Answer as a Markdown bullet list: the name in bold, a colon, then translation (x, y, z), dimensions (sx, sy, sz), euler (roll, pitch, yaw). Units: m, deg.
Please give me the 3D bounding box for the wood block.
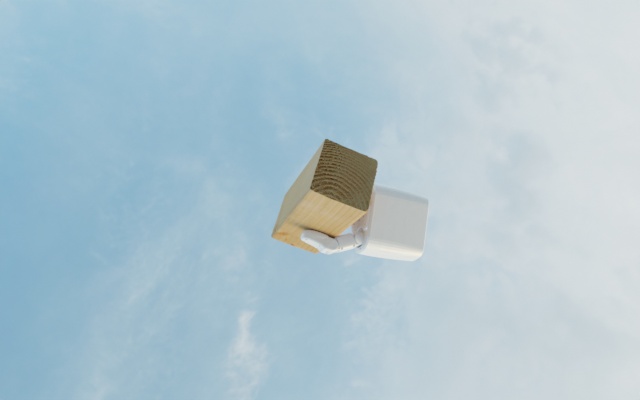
- **wood block**: translation (0.000, 0.003, 0.757), dimensions (0.090, 0.090, 0.206), euler (22, -29, -12)
